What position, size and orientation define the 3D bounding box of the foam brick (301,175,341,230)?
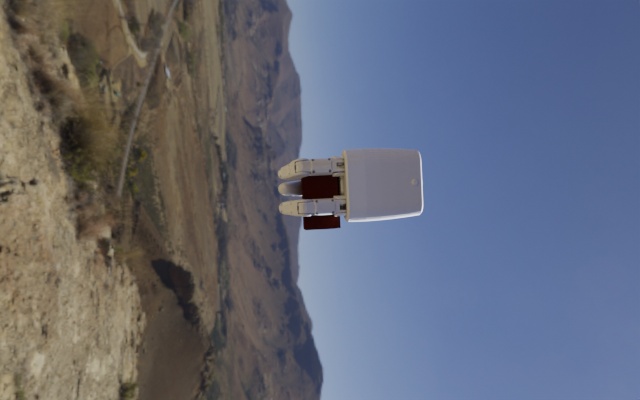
[{"bbox_3d":[0.000,0.003,0.682,0.051,0.078,0.053,-3,2,-4],"label":"foam brick"}]
